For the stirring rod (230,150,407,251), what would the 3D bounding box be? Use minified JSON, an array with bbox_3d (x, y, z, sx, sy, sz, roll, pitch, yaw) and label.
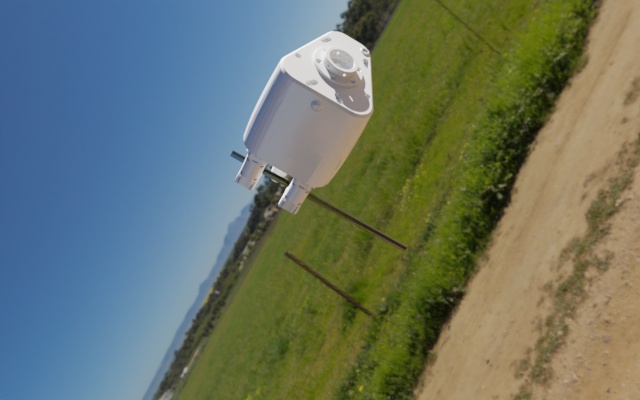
[{"bbox_3d":[0.000,0.002,0.576,0.239,0.011,0.011,29,-4,-6],"label":"stirring rod"}]
